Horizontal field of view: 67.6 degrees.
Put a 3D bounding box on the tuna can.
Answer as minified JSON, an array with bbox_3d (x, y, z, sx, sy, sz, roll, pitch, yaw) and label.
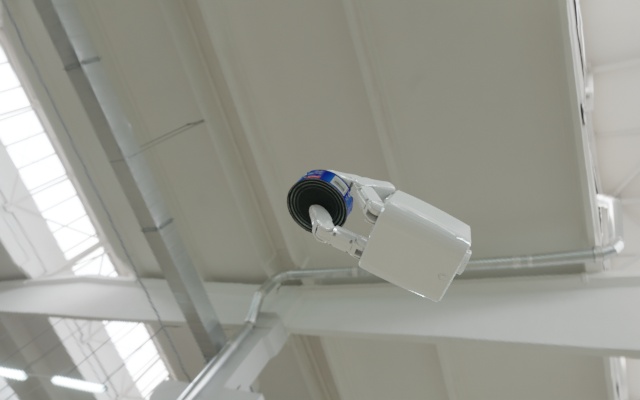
[{"bbox_3d":[0.000,0.002,0.646,0.086,0.086,0.033,0,28,23],"label":"tuna can"}]
